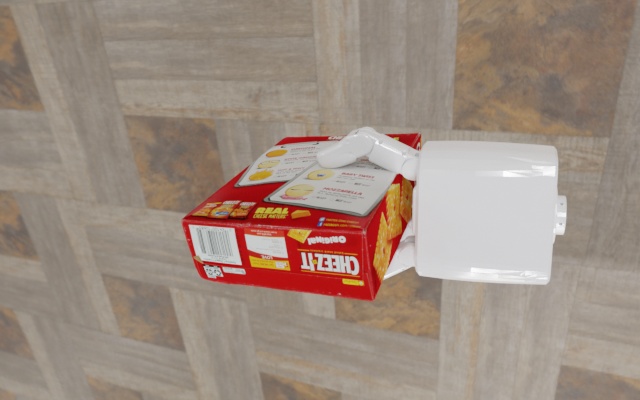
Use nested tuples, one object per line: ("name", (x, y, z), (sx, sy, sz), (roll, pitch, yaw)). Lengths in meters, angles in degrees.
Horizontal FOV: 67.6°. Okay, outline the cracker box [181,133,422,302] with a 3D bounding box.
("cracker box", (0.000, 0.001, 0.463), (0.164, 0.072, 0.213), (2, 26, 22))
